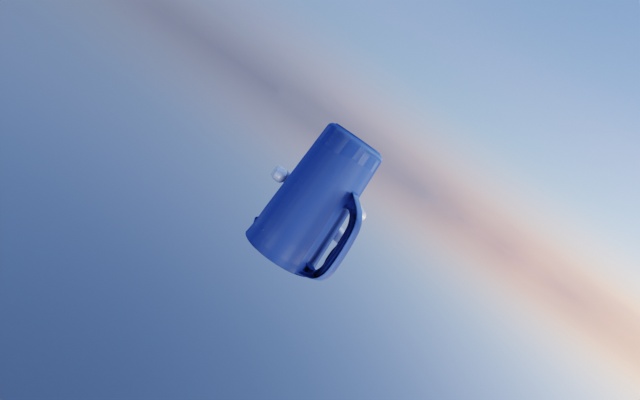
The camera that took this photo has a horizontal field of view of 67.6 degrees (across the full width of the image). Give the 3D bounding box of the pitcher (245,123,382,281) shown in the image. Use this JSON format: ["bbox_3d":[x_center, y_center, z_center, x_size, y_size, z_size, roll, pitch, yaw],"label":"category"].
[{"bbox_3d":[0.000,0.003,0.792,0.149,0.243,0.145,34,8,-7],"label":"pitcher"}]
